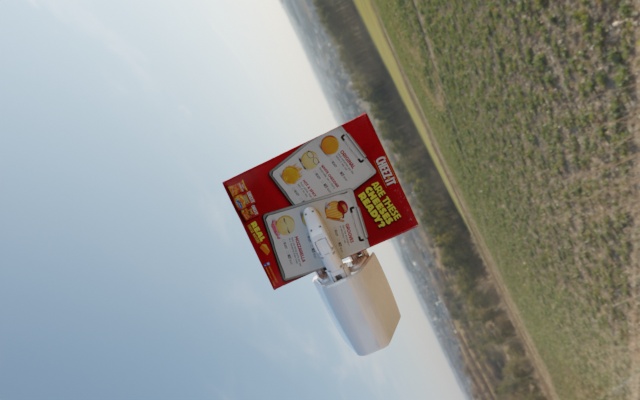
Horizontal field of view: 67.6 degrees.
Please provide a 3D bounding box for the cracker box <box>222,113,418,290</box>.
[{"bbox_3d":[0.000,0.002,0.656,0.214,0.164,0.072,-25,3,6],"label":"cracker box"}]
